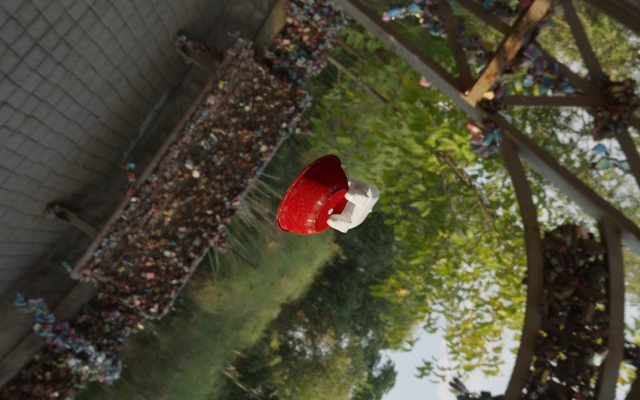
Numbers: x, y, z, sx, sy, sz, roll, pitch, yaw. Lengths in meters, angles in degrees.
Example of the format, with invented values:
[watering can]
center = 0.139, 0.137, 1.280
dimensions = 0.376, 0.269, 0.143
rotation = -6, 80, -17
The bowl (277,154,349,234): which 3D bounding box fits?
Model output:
[bowl]
center = 0.000, 0.003, 0.821
dimensions = 0.055, 0.162, 0.162
rotation = 38, 17, 23
